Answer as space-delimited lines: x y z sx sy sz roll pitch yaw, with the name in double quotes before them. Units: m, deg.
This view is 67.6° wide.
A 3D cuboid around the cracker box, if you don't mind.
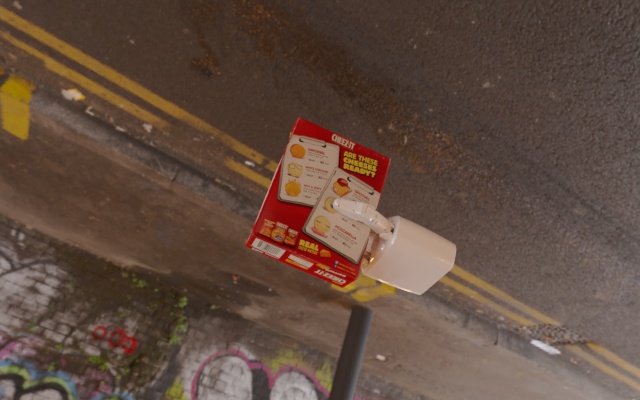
"cracker box" 0.000 0.002 0.731 0.164 0.213 0.072 24 -28 -9
